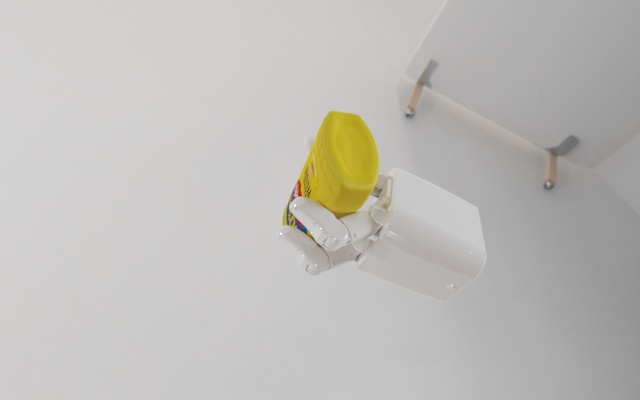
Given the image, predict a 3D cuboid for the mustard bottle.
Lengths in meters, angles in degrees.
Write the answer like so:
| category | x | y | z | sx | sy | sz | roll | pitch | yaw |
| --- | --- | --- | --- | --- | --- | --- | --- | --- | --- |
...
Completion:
| category | x | y | z | sx | sy | sz | roll | pitch | yaw |
| --- | --- | --- | --- | --- | --- | --- | --- | --- | --- |
| mustard bottle | 0.000 | 0.001 | 0.511 | 0.058 | 0.096 | 0.192 | 3 | -34 | -19 |
